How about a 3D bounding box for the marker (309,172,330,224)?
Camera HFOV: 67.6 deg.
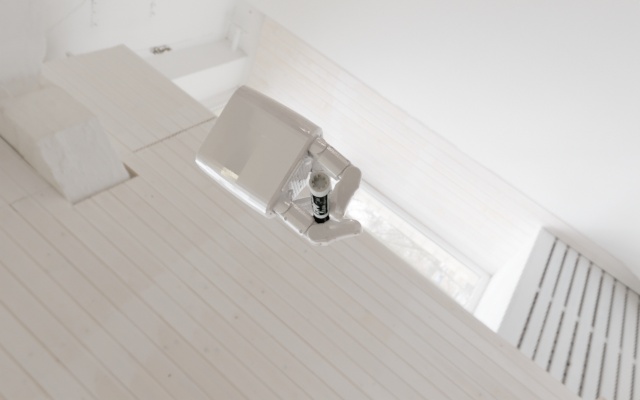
[{"bbox_3d":[0.000,0.002,0.469,0.020,0.020,0.121,0,-17,1],"label":"marker"}]
